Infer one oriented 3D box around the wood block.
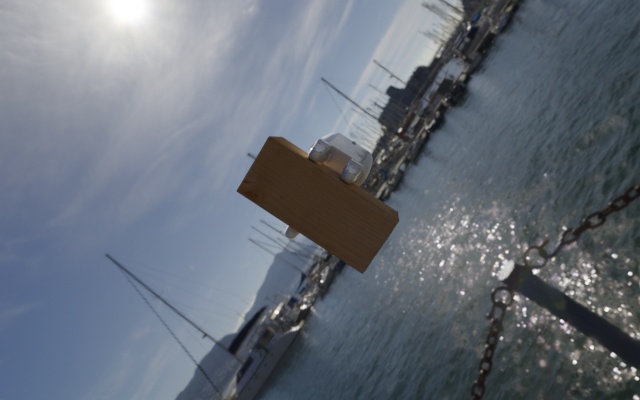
[{"bbox_3d":[0.000,0.002,0.679,0.206,0.091,0.090,33,10,3],"label":"wood block"}]
